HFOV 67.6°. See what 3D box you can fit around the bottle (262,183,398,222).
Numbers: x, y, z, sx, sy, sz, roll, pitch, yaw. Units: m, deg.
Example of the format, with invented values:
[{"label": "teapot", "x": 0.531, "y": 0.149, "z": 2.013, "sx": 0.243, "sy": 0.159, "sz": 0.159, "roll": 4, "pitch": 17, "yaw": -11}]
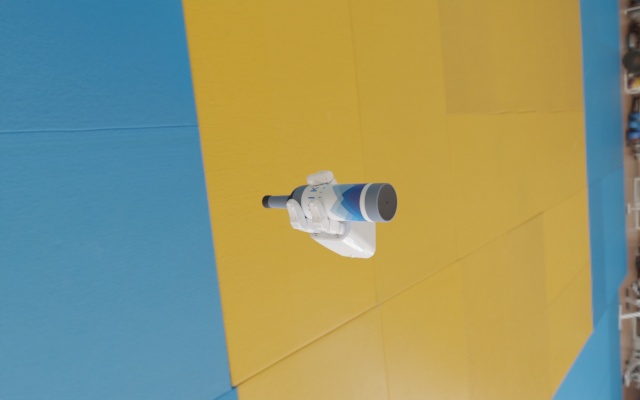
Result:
[{"label": "bottle", "x": 0.000, "y": 0.003, "z": 0.896, "sx": 0.295, "sy": 0.069, "sz": 0.069, "roll": 0, "pitch": 0, "yaw": 40}]
